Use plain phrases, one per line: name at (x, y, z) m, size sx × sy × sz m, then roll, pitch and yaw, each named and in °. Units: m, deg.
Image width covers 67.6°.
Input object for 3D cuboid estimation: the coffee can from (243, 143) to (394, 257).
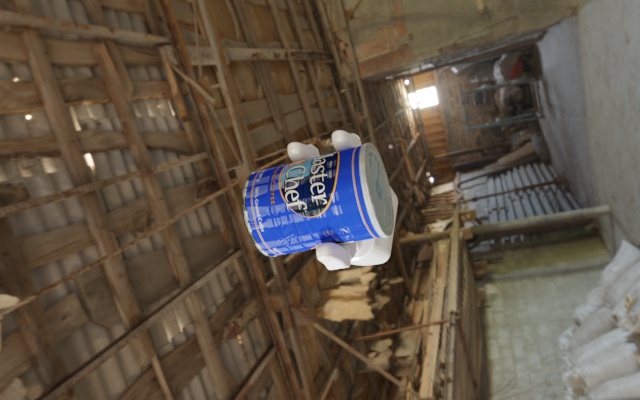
coffee can at (0.000, 0.002, 0.532) m, size 0.140 × 0.103 × 0.103 m, roll -12°, pitch -4°, yaw 20°
